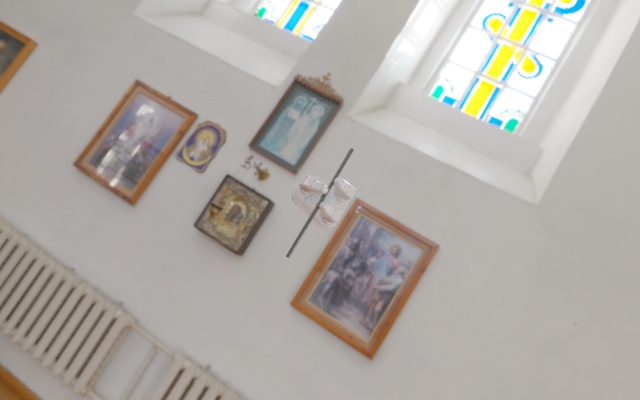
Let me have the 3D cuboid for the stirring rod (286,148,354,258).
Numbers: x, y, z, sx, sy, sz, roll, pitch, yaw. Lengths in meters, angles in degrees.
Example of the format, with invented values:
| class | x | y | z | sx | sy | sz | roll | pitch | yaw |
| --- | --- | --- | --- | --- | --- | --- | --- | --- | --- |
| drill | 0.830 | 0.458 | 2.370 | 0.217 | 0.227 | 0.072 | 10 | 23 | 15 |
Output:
| class | x | y | z | sx | sy | sz | roll | pitch | yaw |
| --- | --- | --- | --- | --- | --- | --- | --- | --- | --- |
| stirring rod | 0.000 | 0.003 | 0.897 | 0.011 | 0.239 | 0.011 | 30 | -10 | 6 |
